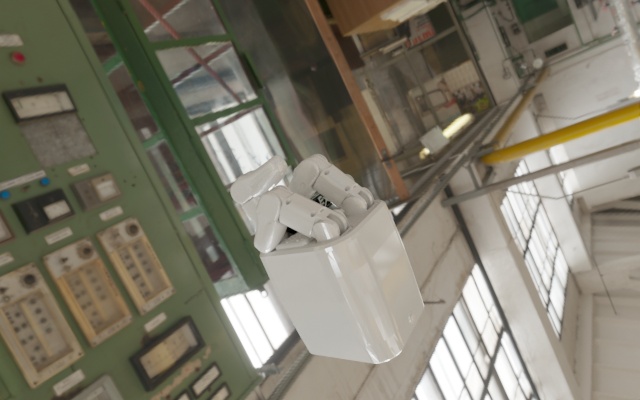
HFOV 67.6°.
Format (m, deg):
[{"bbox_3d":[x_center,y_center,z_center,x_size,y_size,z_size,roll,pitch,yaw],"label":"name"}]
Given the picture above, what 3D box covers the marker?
[{"bbox_3d":[0.000,0.001,0.454,0.020,0.020,0.121,0,20,30],"label":"marker"}]
